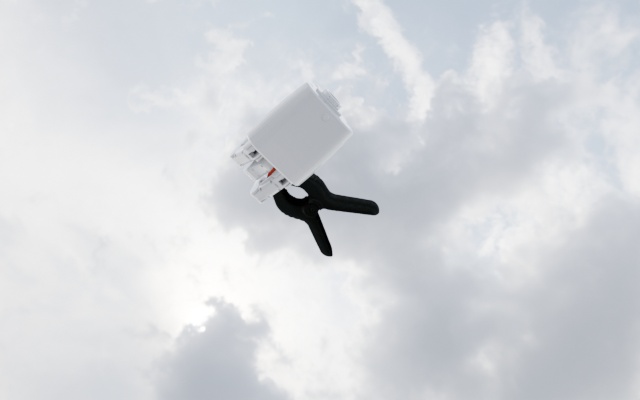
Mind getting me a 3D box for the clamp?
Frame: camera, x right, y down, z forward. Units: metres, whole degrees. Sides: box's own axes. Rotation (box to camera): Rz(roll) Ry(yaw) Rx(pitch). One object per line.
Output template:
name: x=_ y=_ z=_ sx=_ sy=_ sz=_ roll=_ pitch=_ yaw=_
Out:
clamp: x=0.000 y=0.002 z=0.706 sx=0.120 sy=0.171 sz=0.039 roll=-39 pitch=25 yaw=16
